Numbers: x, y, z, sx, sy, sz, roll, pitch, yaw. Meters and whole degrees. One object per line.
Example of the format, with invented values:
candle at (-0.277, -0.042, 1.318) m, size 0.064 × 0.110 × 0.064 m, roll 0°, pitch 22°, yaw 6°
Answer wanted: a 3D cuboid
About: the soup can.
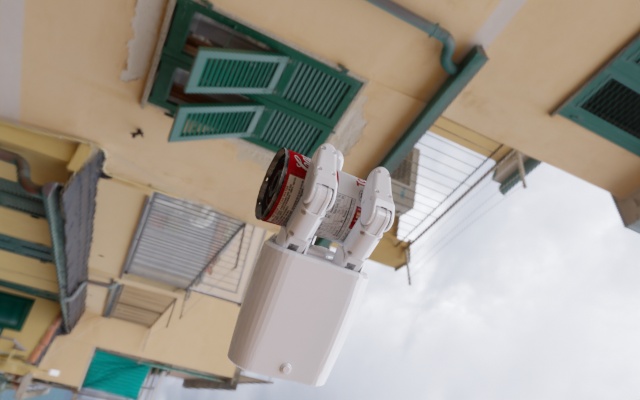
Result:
soup can at (0.000, 0.001, 0.438) m, size 0.102 × 0.068 × 0.068 m, roll 21°, pitch -7°, yaw -18°
